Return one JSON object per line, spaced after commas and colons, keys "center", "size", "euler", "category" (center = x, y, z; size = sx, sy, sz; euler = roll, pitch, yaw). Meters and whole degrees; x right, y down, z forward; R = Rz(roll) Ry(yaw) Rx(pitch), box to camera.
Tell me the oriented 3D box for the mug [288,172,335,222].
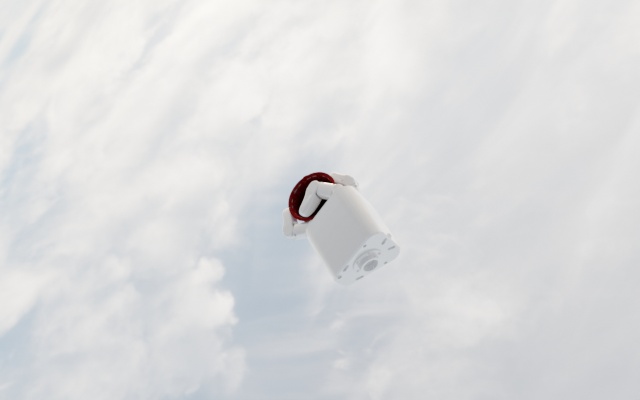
{"center": [0.000, 0.002, 0.835], "size": [0.093, 0.117, 0.081], "euler": [-38, -42, 9], "category": "mug"}
